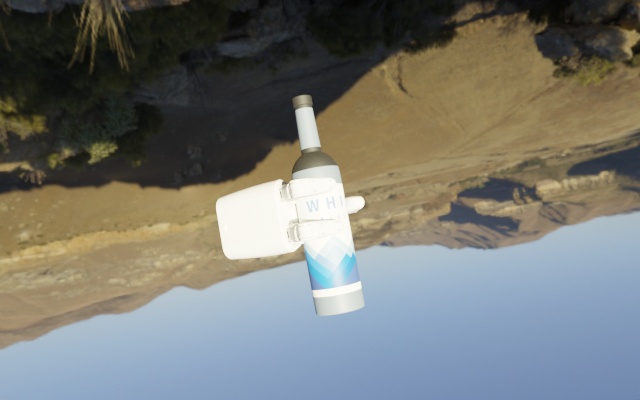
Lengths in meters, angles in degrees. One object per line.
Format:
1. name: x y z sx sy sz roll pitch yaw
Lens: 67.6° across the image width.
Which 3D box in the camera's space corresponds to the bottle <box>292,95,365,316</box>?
1. bottle: 0.000 0.002 0.650 0.069 0.295 0.069 -10 -4 -1
